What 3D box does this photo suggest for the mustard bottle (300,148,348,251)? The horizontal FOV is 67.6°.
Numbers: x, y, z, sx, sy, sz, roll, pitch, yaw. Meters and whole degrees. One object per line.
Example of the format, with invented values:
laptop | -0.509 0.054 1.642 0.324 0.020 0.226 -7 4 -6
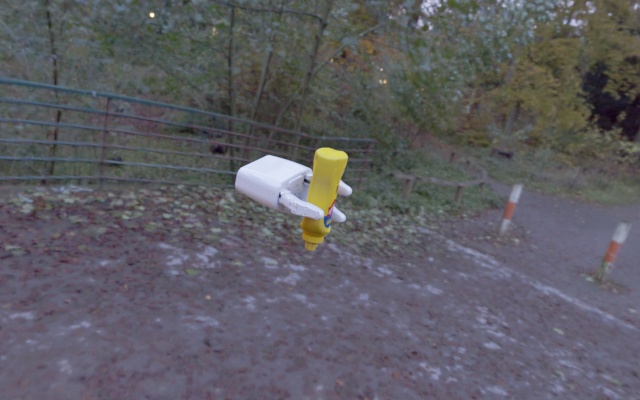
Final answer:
mustard bottle | 0.001 0.003 0.883 0.058 0.192 0.096 15 16 6
